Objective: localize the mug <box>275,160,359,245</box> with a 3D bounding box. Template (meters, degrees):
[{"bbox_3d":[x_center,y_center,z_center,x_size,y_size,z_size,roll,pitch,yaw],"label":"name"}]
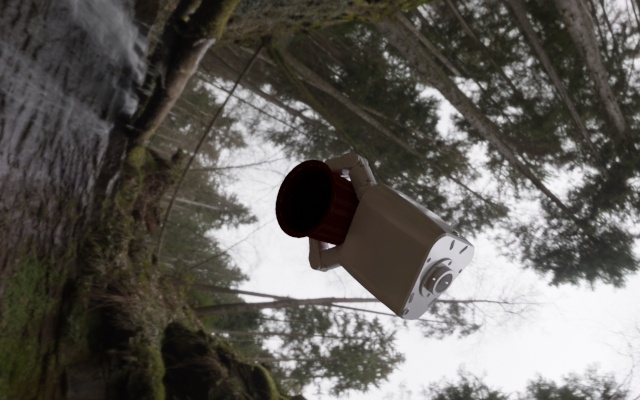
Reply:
[{"bbox_3d":[-0.001,0.001,0.579,0.081,0.093,0.117,22,14,-46],"label":"mug"}]
